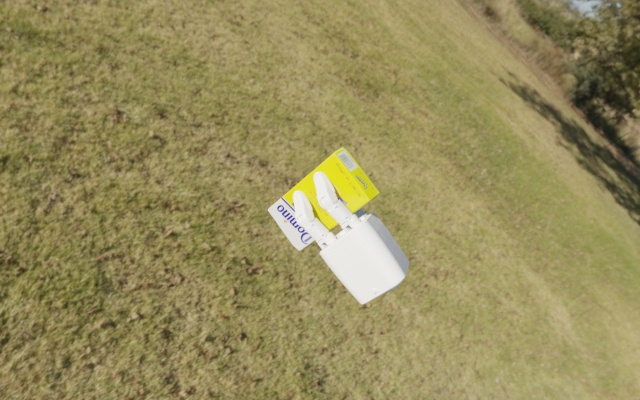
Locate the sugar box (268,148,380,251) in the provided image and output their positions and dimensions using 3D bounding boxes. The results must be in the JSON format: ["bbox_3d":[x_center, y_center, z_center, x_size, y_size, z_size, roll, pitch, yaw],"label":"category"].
[{"bbox_3d":[0.000,0.003,0.774,0.176,0.093,0.048,-39,-4,34],"label":"sugar box"}]
